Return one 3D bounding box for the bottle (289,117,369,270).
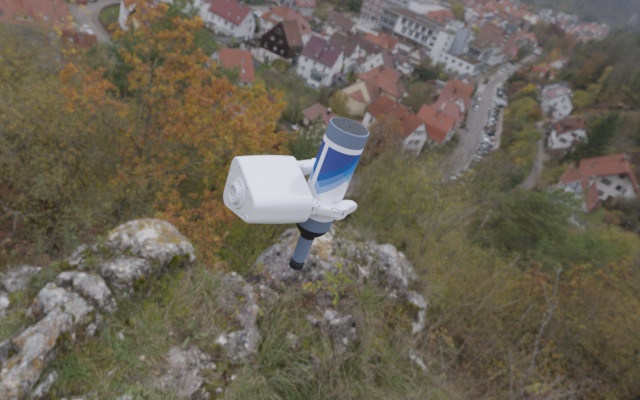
[{"bbox_3d":[0.000,0.003,0.828,0.069,0.296,0.069,16,29,-9],"label":"bottle"}]
